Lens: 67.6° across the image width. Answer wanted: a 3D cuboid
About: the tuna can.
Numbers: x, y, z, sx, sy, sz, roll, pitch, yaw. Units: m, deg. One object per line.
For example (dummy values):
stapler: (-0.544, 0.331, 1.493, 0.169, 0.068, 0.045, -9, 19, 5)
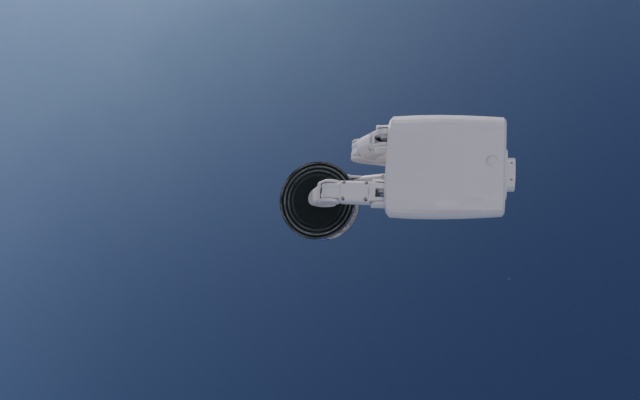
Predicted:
tuna can: (0.000, 0.002, 0.533, 0.086, 0.086, 0.034, 0, -8, 16)
